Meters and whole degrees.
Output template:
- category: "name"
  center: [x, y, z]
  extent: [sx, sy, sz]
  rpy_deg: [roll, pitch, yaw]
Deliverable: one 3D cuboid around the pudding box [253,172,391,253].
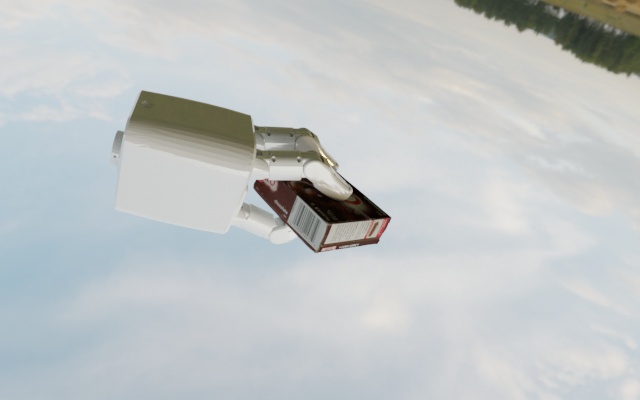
- category: "pudding box"
  center: [0.000, 0.002, 0.476]
  extent: [0.090, 0.039, 0.113]
  rpy_deg: [-4, 38, -43]
